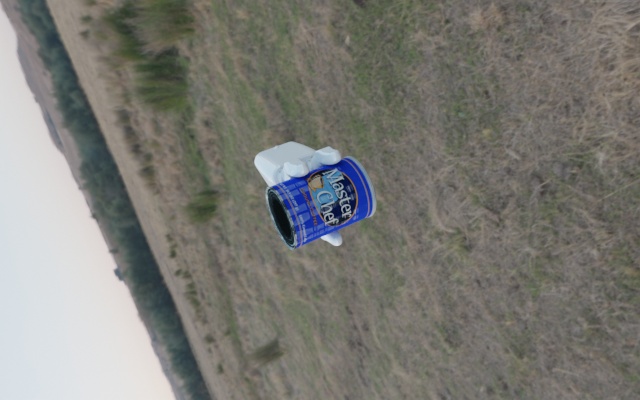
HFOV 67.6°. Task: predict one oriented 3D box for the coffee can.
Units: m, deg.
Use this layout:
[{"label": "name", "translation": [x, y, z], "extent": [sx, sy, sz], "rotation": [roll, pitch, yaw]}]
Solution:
[{"label": "coffee can", "translation": [0.000, 0.002, 0.736], "extent": [0.140, 0.103, 0.103], "rotation": [-22, 8, -19]}]
